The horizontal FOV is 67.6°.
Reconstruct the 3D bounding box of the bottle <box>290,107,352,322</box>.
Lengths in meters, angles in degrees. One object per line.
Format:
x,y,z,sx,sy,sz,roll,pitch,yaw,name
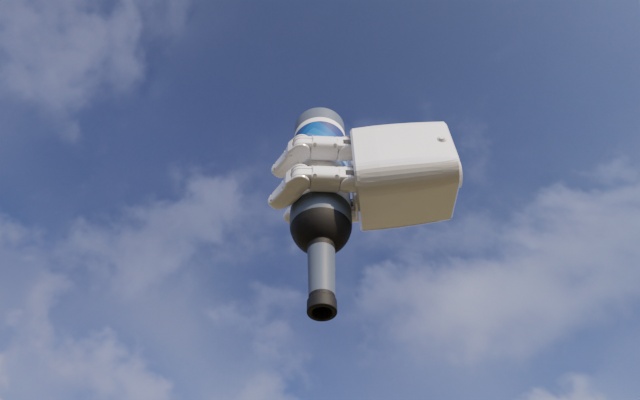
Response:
0.000,0.002,0.532,0.069,0.069,0.295,0,42,-1,bottle
